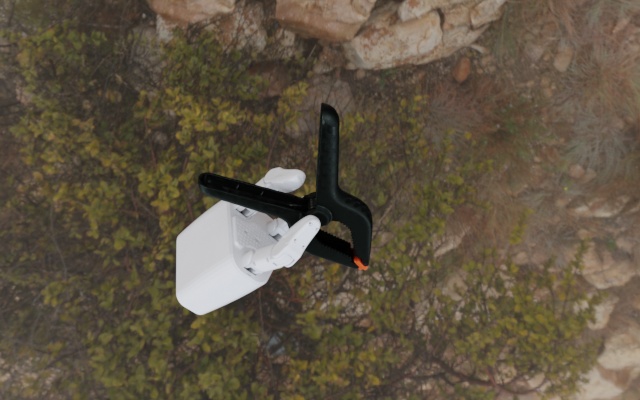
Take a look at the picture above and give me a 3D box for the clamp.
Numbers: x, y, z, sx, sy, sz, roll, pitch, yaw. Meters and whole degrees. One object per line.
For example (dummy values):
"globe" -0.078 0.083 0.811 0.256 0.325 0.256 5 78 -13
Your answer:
"clamp" 0.000 0.003 0.506 0.164 0.036 0.210 -32 -57 27
